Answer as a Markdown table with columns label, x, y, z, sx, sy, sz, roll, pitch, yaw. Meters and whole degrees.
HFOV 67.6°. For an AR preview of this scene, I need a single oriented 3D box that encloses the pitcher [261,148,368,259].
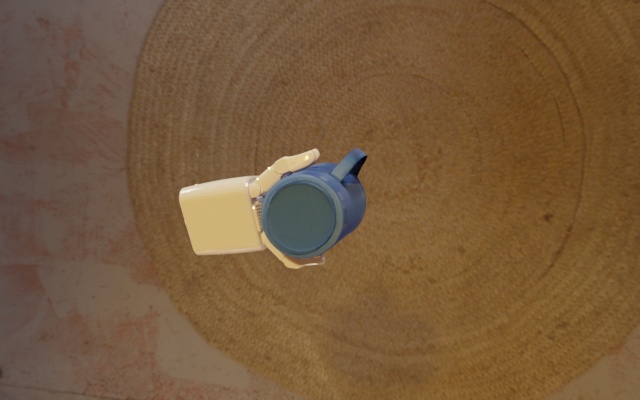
| label | x | y | z | sx | sy | sz | roll | pitch | yaw |
| --- | --- | --- | --- | --- | --- | --- | --- | --- | --- |
| pitcher | 0.000 | 0.002 | 0.708 | 0.145 | 0.149 | 0.243 | -6 | 4 | 9 |
